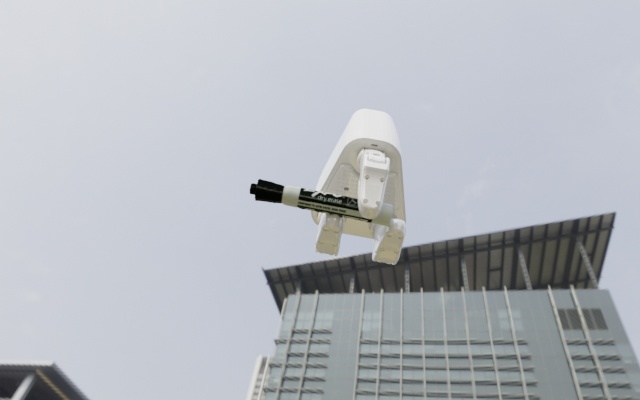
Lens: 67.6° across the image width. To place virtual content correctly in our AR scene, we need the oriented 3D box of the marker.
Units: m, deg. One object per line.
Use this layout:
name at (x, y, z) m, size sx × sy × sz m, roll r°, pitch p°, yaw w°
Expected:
marker at (0.000, 0.001, 0.404) m, size 0.121 × 0.020 × 0.020 m, roll 11°, pitch 0°, yaw 0°
